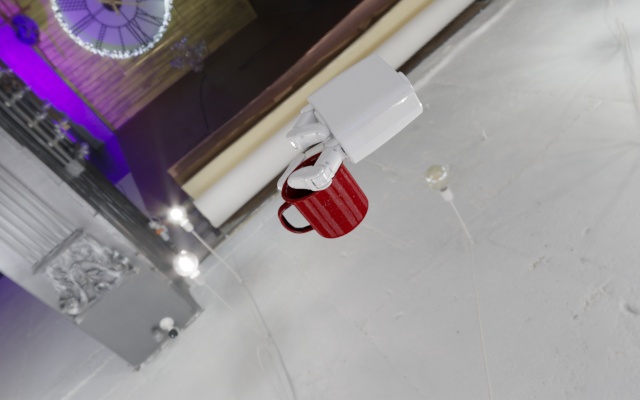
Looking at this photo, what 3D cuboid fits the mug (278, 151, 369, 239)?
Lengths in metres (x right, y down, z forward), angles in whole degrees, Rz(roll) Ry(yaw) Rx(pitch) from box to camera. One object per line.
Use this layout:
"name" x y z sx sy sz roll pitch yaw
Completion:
"mug" -0.001 0.003 0.620 0.117 0.081 0.093 -35 30 5
